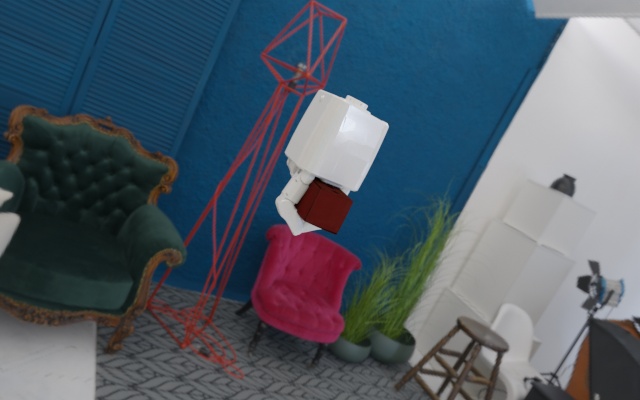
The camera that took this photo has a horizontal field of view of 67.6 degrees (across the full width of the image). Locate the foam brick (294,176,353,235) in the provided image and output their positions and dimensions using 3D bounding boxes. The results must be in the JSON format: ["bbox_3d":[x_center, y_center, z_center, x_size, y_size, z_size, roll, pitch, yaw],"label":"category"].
[{"bbox_3d":[0.000,0.002,0.651,0.053,0.051,0.078,24,10,-25],"label":"foam brick"}]
